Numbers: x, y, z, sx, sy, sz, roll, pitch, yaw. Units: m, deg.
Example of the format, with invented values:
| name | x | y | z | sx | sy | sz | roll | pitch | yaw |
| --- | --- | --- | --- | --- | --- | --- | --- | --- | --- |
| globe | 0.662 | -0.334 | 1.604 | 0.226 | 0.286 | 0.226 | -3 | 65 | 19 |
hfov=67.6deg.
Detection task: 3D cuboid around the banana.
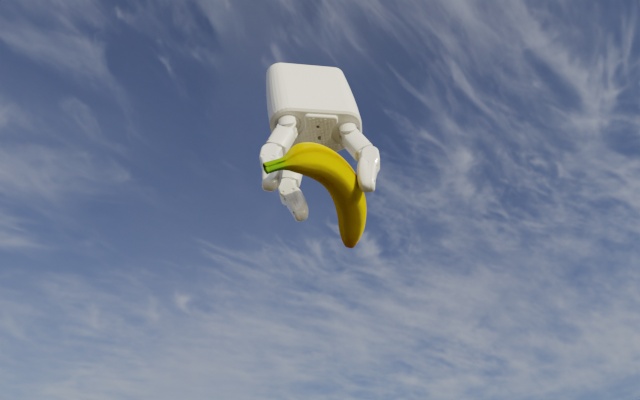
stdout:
| name | x | y | z | sx | sy | sz | roll | pitch | yaw |
| --- | --- | --- | --- | --- | --- | --- | --- | --- | --- |
| banana | 0.014 | -0.010 | 0.546 | 0.069 | 0.037 | 0.198 | -33 | -44 | 12 |
